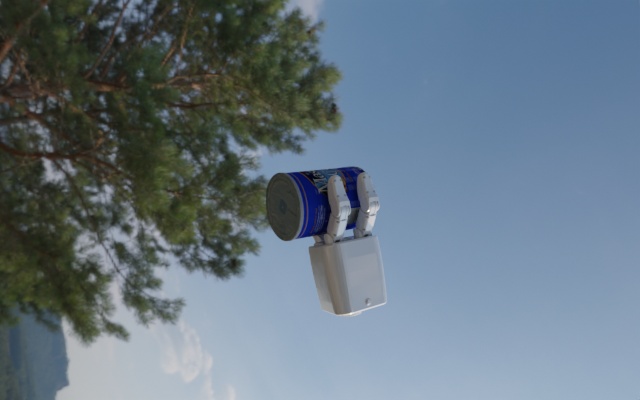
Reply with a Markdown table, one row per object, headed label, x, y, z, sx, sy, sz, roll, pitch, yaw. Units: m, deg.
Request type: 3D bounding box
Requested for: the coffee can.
| label | x | y | z | sx | sy | sz | roll | pitch | yaw |
| --- | --- | --- | --- | --- | --- | --- | --- | --- | --- |
| coffee can | 0.000 | 0.002 | 0.743 | 0.140 | 0.103 | 0.103 | -8 | 4 | -34 |
